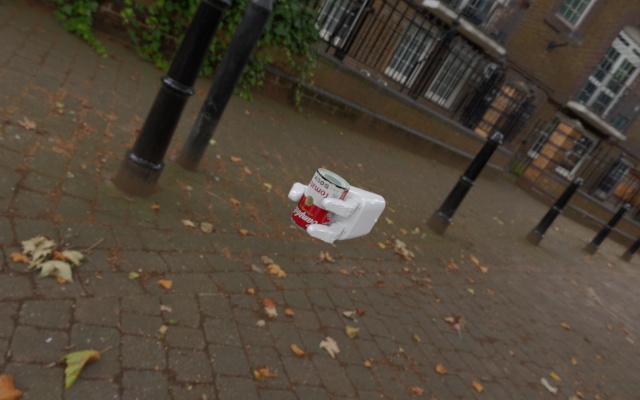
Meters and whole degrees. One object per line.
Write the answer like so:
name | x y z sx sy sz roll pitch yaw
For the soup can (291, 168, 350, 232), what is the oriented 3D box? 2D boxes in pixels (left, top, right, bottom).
soup can | 0.000 0.002 0.852 0.068 0.102 0.068 27 17 -9
